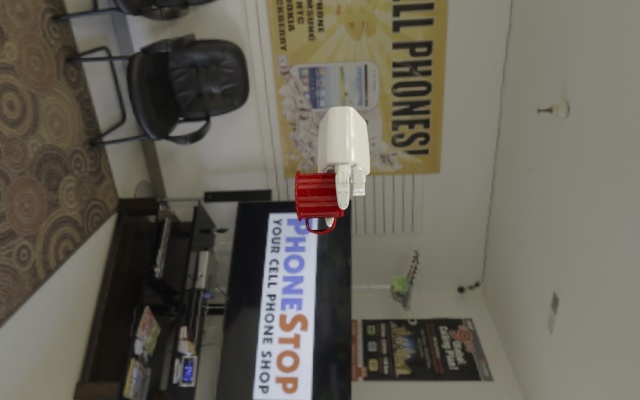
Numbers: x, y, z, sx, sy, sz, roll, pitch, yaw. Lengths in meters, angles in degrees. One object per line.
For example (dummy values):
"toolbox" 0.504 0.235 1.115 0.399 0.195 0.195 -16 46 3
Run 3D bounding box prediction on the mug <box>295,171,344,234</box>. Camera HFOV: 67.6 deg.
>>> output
"mug" 0.000 0.004 0.864 0.081 0.117 0.093 -2 -10 5
